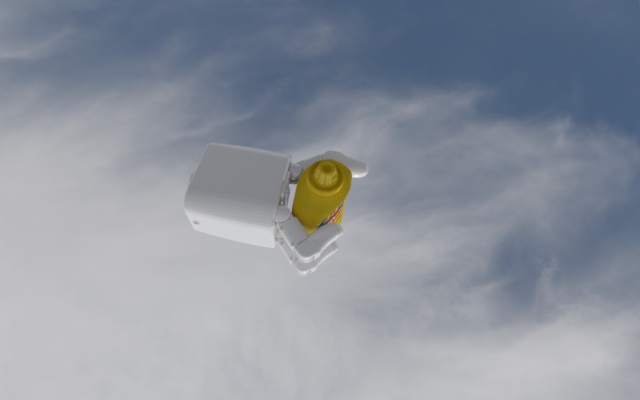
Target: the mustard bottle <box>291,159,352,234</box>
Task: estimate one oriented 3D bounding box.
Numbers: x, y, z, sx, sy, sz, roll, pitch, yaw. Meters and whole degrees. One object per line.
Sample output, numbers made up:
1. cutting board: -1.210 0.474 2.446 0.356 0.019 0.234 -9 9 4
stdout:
1. mustard bottle: 0.000 0.002 0.590 0.058 0.096 0.192 34 -21 10
